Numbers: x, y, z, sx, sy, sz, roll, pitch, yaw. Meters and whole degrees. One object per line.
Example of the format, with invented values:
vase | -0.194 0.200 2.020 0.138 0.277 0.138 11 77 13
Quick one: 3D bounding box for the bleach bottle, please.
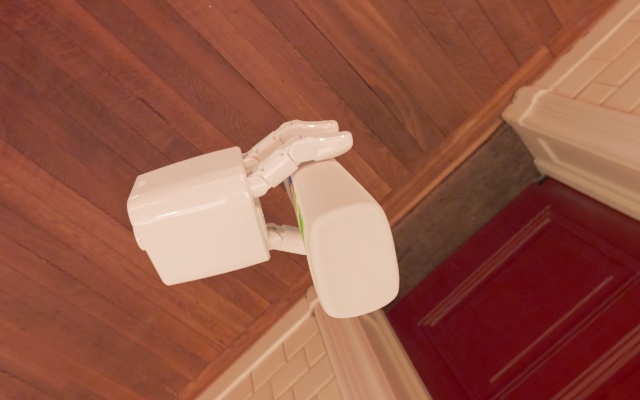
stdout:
bleach bottle | 0.000 0.001 0.475 0.068 0.103 0.250 -15 24 -7
